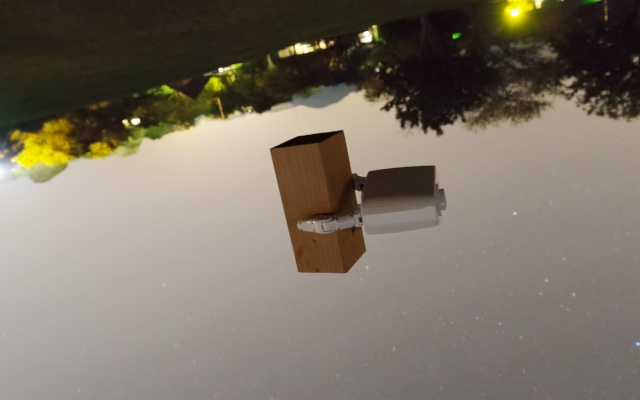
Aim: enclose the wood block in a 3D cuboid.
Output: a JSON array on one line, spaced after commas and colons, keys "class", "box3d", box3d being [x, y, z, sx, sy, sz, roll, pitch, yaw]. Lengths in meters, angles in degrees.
[{"class": "wood block", "box3d": [0.000, 0.003, 0.756, 0.090, 0.206, 0.090, -3, 18, 29]}]
